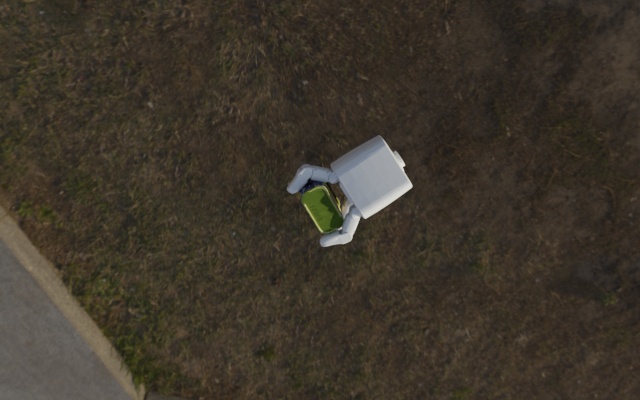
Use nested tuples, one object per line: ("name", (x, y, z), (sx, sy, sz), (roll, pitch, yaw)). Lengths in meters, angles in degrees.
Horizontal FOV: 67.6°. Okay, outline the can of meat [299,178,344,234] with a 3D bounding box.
("can of meat", (0.000, 0.003, 0.891), (0.057, 0.102, 0.084), (-29, 23, 5))
